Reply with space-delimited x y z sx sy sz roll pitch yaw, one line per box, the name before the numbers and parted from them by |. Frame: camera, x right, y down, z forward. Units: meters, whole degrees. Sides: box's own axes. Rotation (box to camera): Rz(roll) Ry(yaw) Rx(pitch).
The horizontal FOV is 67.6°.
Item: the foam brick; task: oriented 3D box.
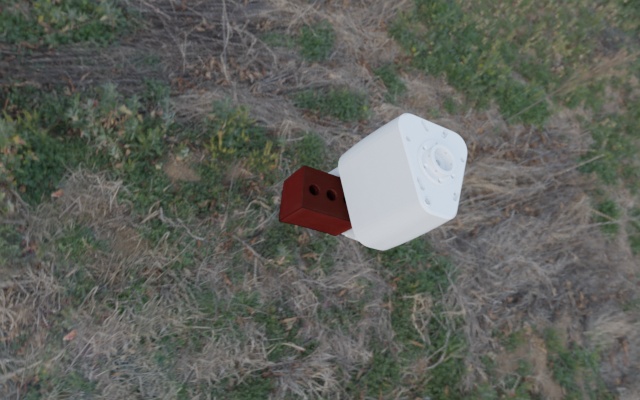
foam brick | 0.000 0.002 0.541 0.078 0.053 0.051 16 -27 -26
